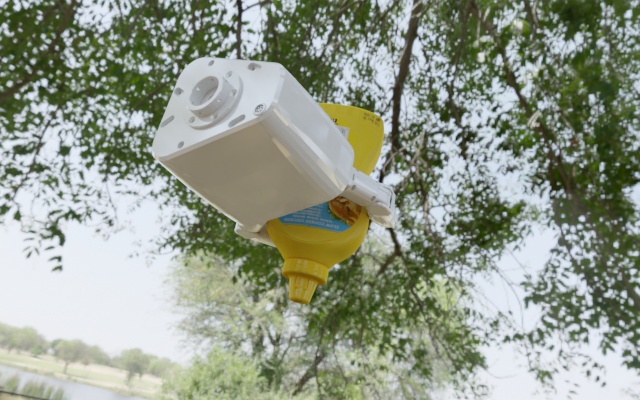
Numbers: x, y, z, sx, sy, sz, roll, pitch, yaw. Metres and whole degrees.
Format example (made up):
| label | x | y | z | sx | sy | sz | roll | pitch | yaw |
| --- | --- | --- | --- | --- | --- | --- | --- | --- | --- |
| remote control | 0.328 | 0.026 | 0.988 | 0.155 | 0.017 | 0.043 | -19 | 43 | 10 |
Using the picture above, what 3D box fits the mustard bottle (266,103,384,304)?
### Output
| label | x | y | z | sx | sy | sz | roll | pitch | yaw |
| --- | --- | --- | --- | --- | --- | --- | --- | --- | --- |
| mustard bottle | 0.000 | 0.001 | 0.451 | 0.096 | 0.191 | 0.058 | 9 | -24 | 8 |
